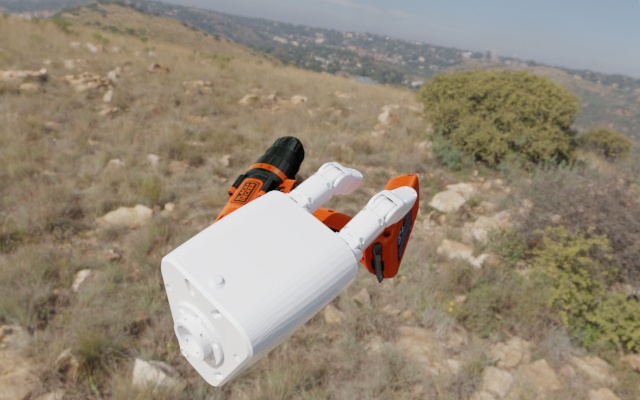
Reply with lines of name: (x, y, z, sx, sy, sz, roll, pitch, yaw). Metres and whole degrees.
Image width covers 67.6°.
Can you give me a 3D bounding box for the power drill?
power drill: (0.000, 0.002, 0.483, 0.187, 0.057, 0.184, 7, 46, 22)
